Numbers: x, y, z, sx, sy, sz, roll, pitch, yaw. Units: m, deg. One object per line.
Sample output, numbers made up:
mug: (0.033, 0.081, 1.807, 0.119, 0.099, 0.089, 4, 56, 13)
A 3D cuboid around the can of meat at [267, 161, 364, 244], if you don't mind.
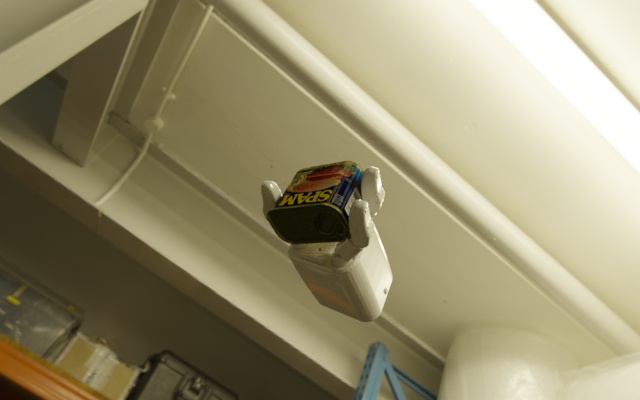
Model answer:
can of meat: (0.000, 0.002, 0.571, 0.102, 0.057, 0.084, -6, 38, 33)
